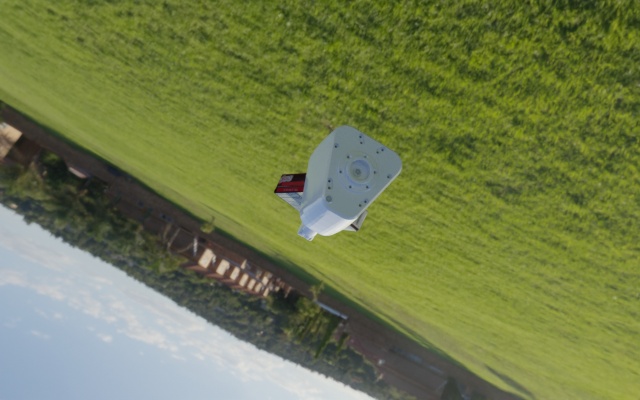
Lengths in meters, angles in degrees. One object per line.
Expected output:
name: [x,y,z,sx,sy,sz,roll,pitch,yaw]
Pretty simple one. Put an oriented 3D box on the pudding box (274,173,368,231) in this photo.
pudding box: [0.000,0.002,0.706,0.090,0.039,0.113,2,-32,50]
